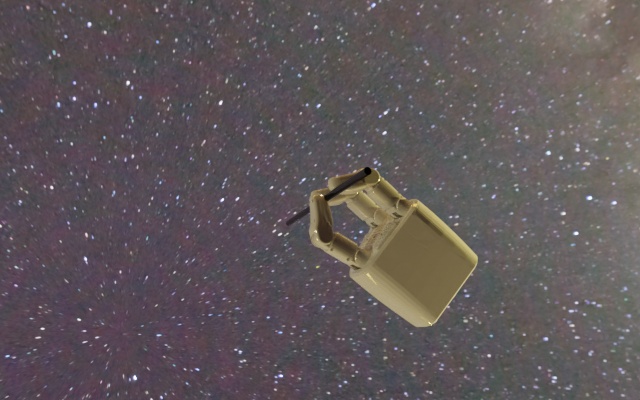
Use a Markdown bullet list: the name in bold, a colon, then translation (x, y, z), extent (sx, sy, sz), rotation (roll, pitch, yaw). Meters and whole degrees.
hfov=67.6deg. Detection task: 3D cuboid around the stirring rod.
- **stirring rod**: translation (0.000, 0.002, 0.560), extent (0.011, 0.011, 0.239), rotation (0, -14, -23)
